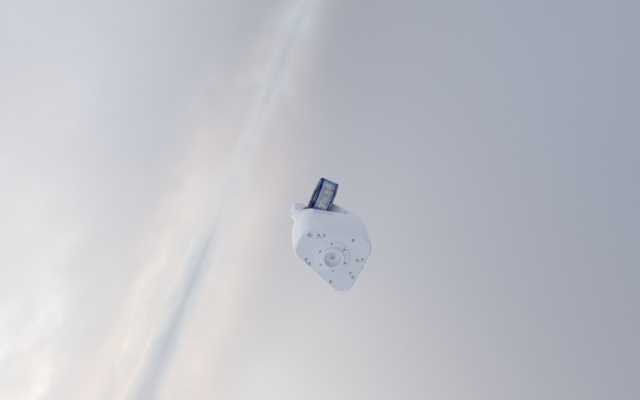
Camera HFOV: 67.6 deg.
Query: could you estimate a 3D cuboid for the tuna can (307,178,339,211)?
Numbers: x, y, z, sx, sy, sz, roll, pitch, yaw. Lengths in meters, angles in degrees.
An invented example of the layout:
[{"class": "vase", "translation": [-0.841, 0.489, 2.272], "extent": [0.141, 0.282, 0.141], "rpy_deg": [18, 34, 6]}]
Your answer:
[{"class": "tuna can", "translation": [0.000, 0.003, 0.859], "extent": [0.034, 0.086, 0.086], "rpy_deg": [23, -2, -5]}]
